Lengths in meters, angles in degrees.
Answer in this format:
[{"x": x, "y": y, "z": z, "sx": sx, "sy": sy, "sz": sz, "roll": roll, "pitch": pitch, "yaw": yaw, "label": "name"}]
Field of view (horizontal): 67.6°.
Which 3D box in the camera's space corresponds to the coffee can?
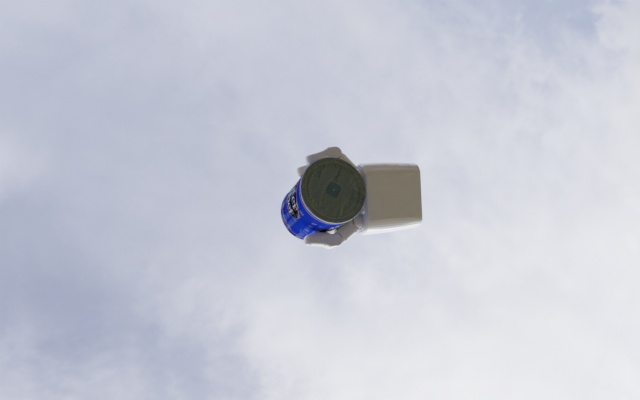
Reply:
[{"x": 0.000, "y": 0.003, "z": 0.772, "sx": 0.103, "sy": 0.102, "sz": 0.140, "roll": 0, "pitch": -16, "yaw": -18, "label": "coffee can"}]
